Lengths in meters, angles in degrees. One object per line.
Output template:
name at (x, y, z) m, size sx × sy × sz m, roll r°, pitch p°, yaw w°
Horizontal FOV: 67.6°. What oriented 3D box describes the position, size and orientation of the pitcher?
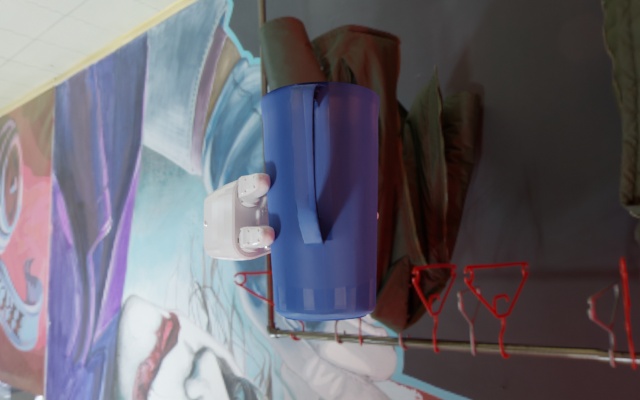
pitcher at (0.000, 0.002, 0.513) m, size 0.149 × 0.243 × 0.145 m, roll 4°, pitch -9°, yaw -37°
